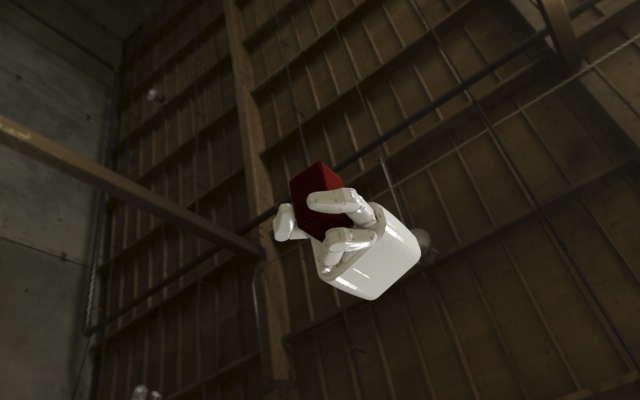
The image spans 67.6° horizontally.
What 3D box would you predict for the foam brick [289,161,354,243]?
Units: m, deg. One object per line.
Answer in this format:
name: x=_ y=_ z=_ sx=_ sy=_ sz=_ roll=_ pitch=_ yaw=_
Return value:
foam brick: x=0.000 y=0.002 z=0.599 sx=0.053 sy=0.078 sz=0.051 roll=-31 pitch=-41 yaw=23
